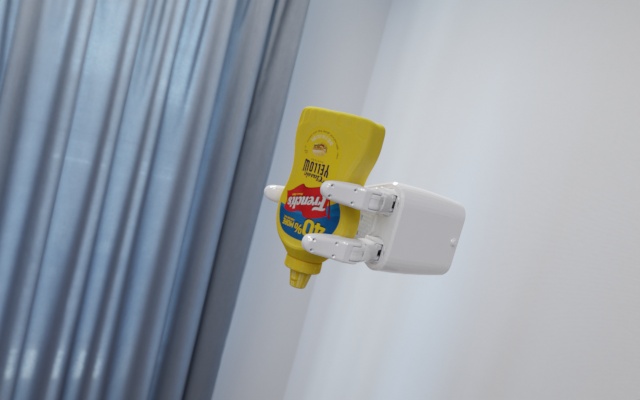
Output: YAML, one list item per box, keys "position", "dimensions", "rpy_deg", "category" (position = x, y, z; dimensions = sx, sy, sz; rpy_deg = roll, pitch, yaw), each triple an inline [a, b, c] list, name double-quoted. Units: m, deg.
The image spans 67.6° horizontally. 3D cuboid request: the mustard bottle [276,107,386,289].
- position: [0.000, 0.001, 0.511]
  dimensions: [0.096, 0.191, 0.058]
  rpy_deg: [19, 7, 33]
  category: "mustard bottle"
